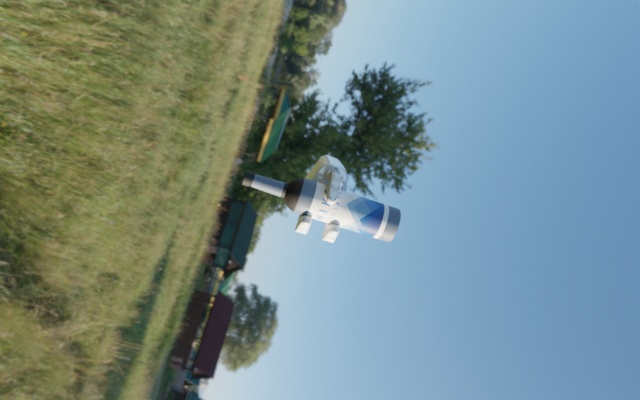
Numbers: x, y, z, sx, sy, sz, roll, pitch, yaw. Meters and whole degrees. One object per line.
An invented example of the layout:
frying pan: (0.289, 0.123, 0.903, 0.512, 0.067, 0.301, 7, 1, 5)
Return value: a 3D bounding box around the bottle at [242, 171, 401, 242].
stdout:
bottle: (0.000, 0.003, 0.886, 0.296, 0.069, 0.069, 18, -3, -8)
